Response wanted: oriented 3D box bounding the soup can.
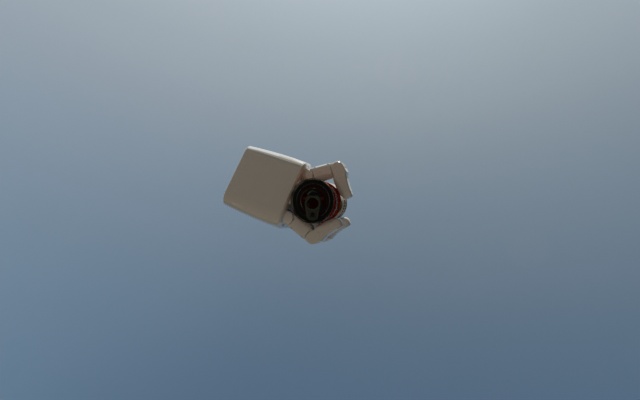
[{"bbox_3d":[0.001,0.003,0.755,0.068,0.068,0.102,0,-2,15],"label":"soup can"}]
